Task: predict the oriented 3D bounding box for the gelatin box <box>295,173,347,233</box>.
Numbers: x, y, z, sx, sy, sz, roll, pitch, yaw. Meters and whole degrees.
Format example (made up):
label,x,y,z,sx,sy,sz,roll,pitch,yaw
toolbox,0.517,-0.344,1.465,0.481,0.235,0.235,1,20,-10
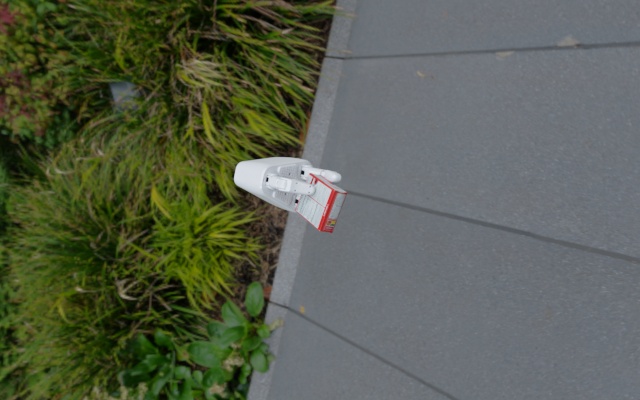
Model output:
label,x,y,z,sx,sy,sz,roll,pitch,yaw
gelatin box,0.000,0.003,0.798,0.030,0.073,0.089,11,16,-35
